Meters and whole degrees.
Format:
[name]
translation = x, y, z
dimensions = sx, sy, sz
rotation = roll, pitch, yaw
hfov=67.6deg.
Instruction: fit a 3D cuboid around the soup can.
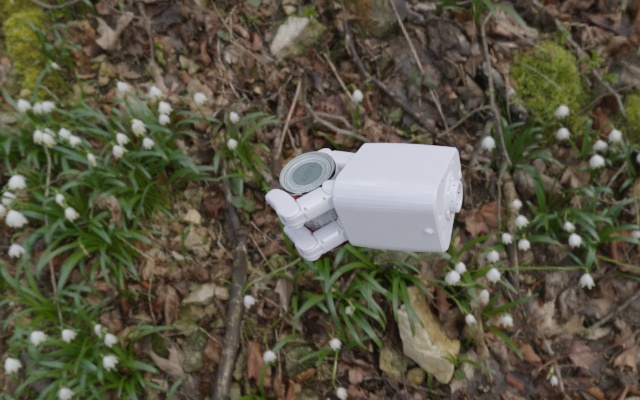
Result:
[soup can]
translation = 0.000, 0.002, 0.560
dimensions = 0.068, 0.068, 0.102
rotation = 0, -42, 24
